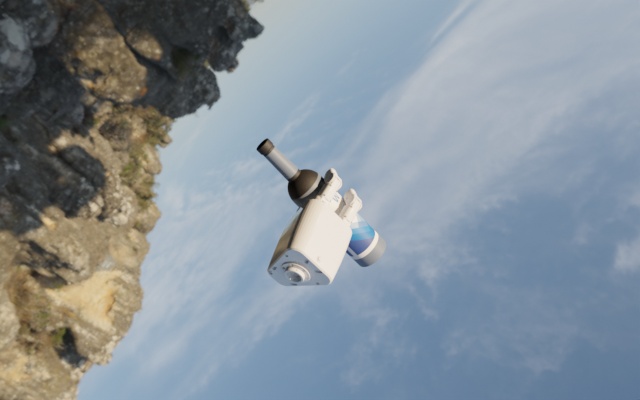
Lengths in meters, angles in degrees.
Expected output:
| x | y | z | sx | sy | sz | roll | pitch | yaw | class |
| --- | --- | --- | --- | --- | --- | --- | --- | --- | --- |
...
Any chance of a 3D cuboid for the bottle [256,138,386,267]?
| x | y | z | sx | sy | sz | roll | pitch | yaw | class |
| --- | --- | --- | --- | --- | --- | --- | --- | --- | --- |
| 0.000 | 0.003 | 0.843 | 0.296 | 0.069 | 0.069 | 45 | -20 | -22 | bottle |
